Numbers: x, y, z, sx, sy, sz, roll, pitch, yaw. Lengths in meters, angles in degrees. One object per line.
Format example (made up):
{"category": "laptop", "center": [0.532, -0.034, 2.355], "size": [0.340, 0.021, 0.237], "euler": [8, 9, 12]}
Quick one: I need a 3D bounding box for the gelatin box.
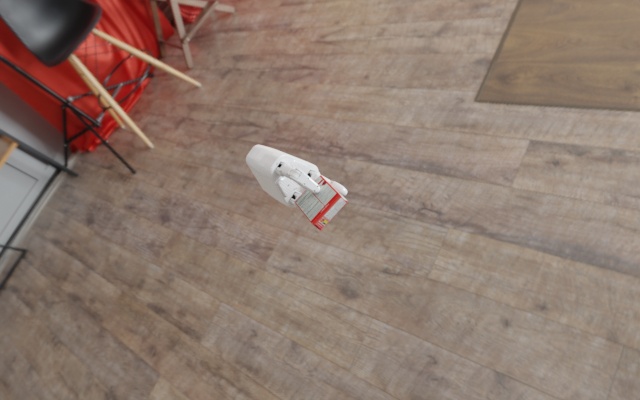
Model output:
{"category": "gelatin box", "center": [0.000, 0.003, 0.882], "size": [0.030, 0.073, 0.089], "euler": [41, 4, -37]}
